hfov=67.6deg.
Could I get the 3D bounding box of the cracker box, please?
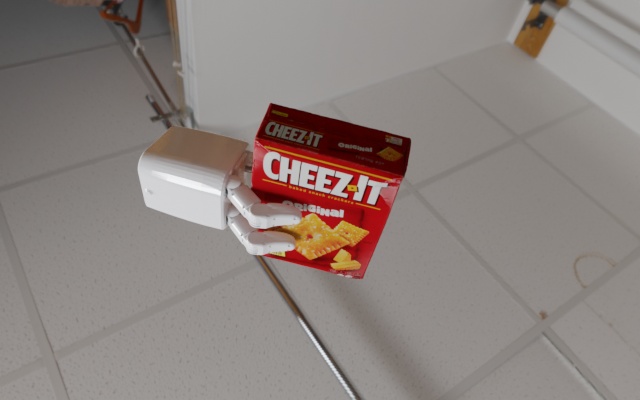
[{"bbox_3d":[0.000,0.002,0.586,0.164,0.072,0.214,14,-40,1],"label":"cracker box"}]
